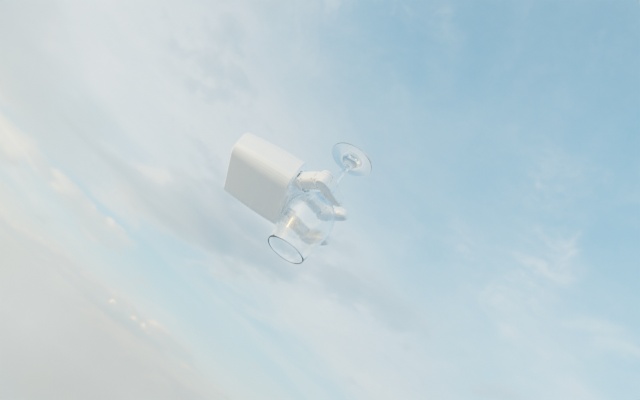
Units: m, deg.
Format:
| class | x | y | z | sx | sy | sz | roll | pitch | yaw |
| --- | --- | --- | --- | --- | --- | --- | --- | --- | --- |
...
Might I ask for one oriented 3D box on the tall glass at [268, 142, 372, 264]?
| class | x | y | z | sx | sy | sz | roll | pitch | yaw |
| --- | --- | --- | --- | --- | --- | --- | --- | --- | --- |
| tall glass | 0.001 | 0.002 | 0.736 | 0.079 | 0.201 | 0.079 | 26 | -31 | 17 |
